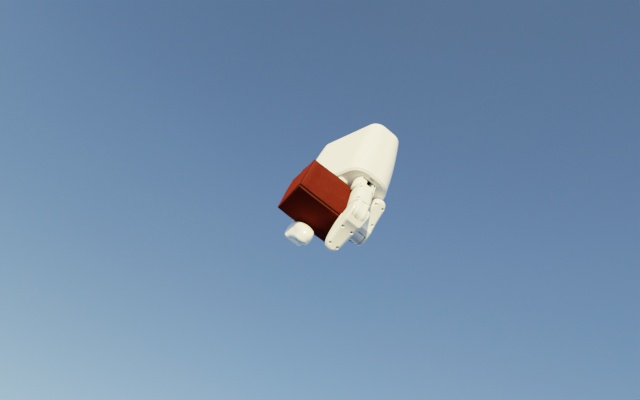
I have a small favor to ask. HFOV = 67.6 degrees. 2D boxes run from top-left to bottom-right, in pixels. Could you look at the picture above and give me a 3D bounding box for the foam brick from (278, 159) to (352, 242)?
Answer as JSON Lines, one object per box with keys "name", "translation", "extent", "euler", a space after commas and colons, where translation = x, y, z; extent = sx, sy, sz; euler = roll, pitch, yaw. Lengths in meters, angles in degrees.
{"name": "foam brick", "translation": [0.000, 0.002, 0.560], "extent": [0.078, 0.051, 0.053], "euler": [38, -46, -13]}
